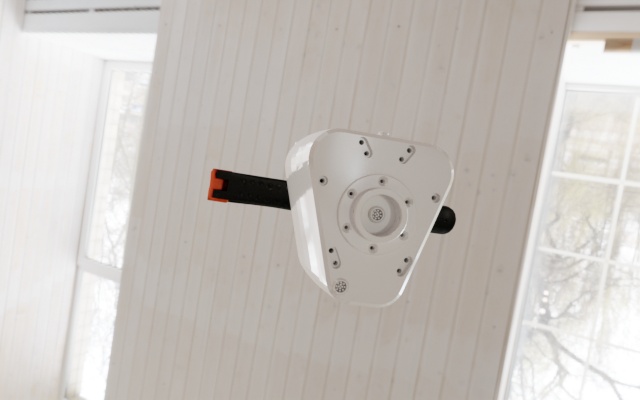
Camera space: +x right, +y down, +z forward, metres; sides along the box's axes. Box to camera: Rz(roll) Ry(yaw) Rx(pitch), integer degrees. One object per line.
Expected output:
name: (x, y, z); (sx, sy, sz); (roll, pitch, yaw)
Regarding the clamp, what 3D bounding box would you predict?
clamp: (-0.001, 0.002, 0.461); (0.210, 0.036, 0.164); (9, -2, -10)
